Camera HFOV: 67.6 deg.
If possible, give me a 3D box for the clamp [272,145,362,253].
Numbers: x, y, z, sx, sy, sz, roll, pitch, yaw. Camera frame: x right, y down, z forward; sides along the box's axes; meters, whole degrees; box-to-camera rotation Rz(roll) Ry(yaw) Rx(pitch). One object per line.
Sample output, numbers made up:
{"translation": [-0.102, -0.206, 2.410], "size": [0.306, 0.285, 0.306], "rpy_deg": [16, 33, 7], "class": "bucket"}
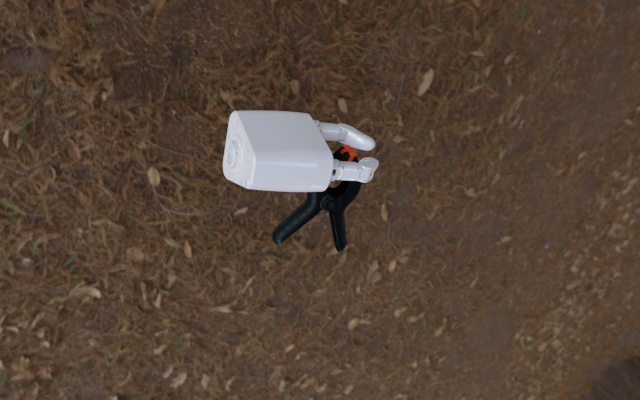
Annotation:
{"translation": [0.000, 0.002, 0.676], "size": [0.120, 0.171, 0.039], "rpy_deg": [-1, 29, -29], "class": "clamp"}
